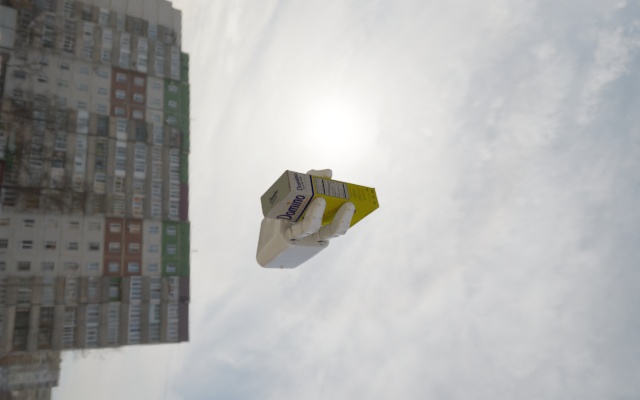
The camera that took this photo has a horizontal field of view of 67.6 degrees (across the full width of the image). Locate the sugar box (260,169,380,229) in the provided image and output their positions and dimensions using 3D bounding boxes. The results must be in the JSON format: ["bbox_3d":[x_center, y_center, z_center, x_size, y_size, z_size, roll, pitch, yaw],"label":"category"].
[{"bbox_3d":[0.000,0.003,0.786,0.176,0.048,0.093,7,-32,-34],"label":"sugar box"}]
